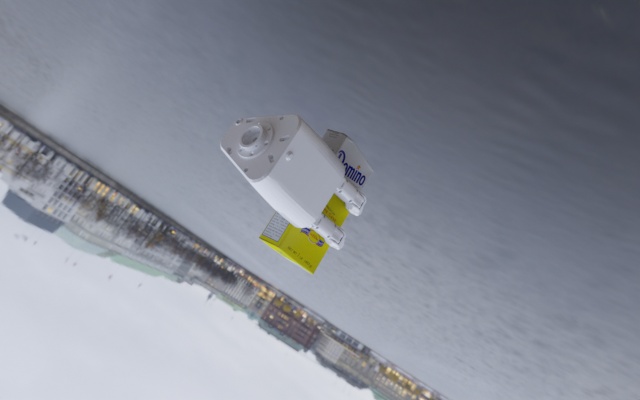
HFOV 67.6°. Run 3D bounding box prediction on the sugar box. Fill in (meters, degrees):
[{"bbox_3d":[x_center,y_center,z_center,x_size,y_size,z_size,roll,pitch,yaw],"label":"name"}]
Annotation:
[{"bbox_3d":[0.000,0.002,0.647,0.048,0.176,0.093,23,-15,40],"label":"sugar box"}]
